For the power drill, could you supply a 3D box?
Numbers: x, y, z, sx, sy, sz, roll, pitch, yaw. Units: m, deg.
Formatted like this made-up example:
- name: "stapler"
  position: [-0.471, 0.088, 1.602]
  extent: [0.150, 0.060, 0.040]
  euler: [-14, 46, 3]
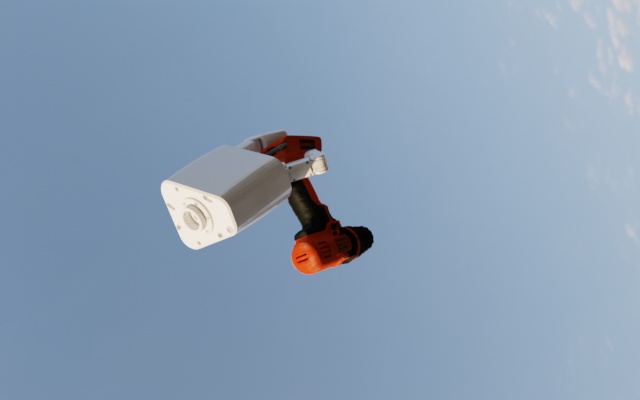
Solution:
- name: "power drill"
  position: [0.000, 0.002, 0.673]
  extent: [0.057, 0.187, 0.184]
  euler: [-28, -9, 28]
